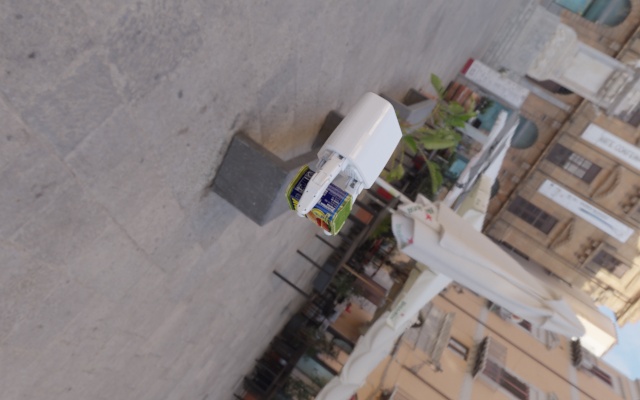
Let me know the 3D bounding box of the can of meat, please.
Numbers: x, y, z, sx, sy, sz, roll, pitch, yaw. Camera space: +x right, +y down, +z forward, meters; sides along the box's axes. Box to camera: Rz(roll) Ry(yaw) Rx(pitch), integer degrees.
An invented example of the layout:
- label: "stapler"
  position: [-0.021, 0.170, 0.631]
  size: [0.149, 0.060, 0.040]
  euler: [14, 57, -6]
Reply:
- label: "can of meat"
  position: [0.000, 0.003, 0.719]
  size: [0.084, 0.057, 0.102]
  euler: [32, -14, 12]
